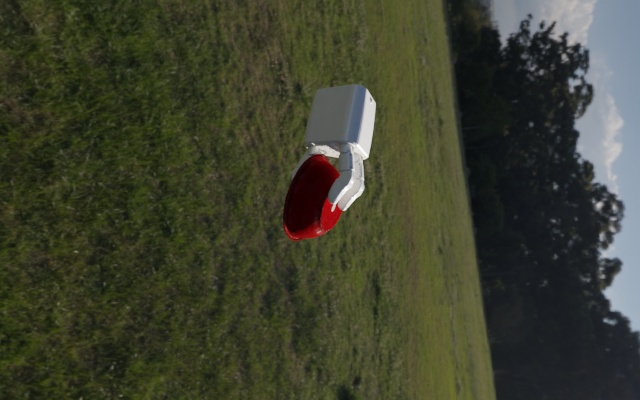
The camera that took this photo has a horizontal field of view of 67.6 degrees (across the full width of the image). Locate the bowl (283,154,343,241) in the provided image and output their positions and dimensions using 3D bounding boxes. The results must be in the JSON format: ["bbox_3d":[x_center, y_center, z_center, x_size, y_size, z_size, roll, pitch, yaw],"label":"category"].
[{"bbox_3d":[0.000,0.004,0.839,0.055,0.162,0.162,19,8,24],"label":"bowl"}]
